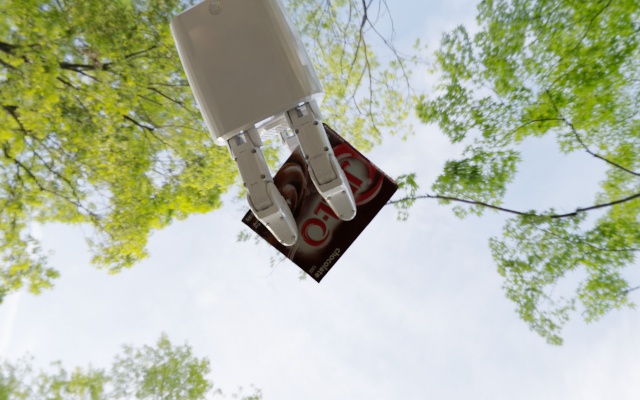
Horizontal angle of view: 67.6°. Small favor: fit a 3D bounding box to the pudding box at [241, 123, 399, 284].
[{"bbox_3d":[0.000,0.001,0.424,0.090,0.113,0.039,39,12,2],"label":"pudding box"}]
